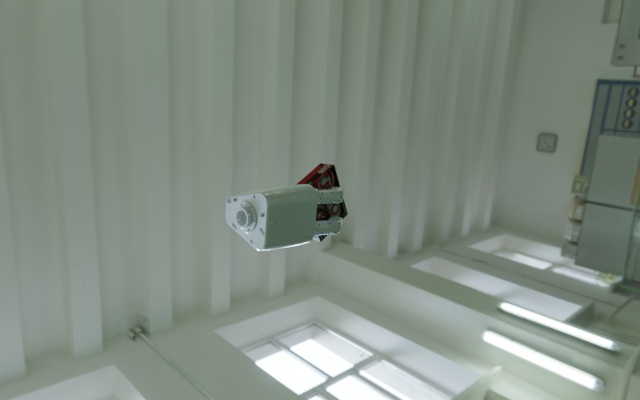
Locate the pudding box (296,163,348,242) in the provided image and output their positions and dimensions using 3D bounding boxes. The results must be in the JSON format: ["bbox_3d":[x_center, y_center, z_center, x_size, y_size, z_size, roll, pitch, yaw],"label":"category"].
[{"bbox_3d":[0.000,0.003,0.858,0.039,0.114,0.090,14,43,37],"label":"pudding box"}]
